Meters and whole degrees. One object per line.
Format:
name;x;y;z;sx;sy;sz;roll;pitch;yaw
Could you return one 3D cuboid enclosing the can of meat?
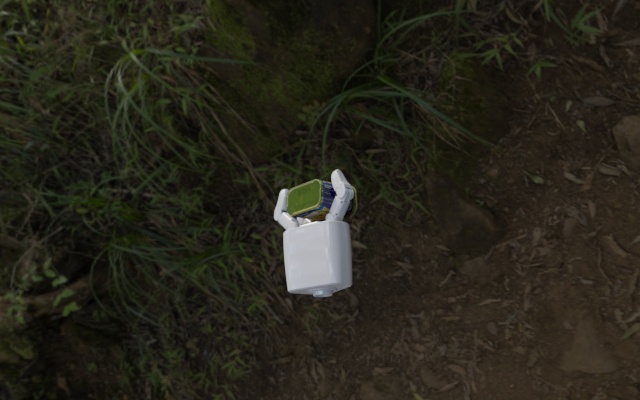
can of meat;0.000;0.003;0.849;0.084;0.057;0.102;13;-22;-40
